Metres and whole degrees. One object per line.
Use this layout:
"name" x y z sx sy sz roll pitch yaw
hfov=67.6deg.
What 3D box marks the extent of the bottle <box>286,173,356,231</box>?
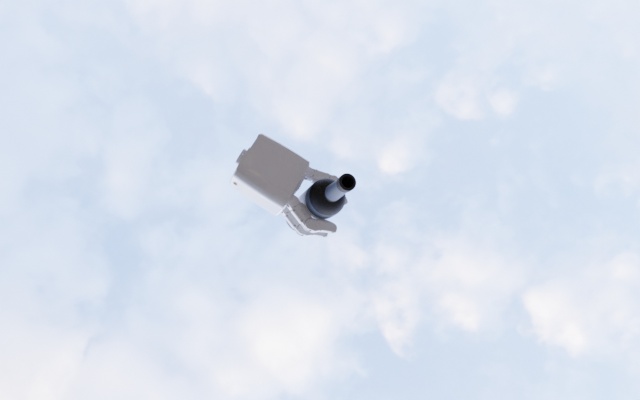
"bottle" 0.000 0.003 0.853 0.069 0.069 0.296 0 -12 -17
